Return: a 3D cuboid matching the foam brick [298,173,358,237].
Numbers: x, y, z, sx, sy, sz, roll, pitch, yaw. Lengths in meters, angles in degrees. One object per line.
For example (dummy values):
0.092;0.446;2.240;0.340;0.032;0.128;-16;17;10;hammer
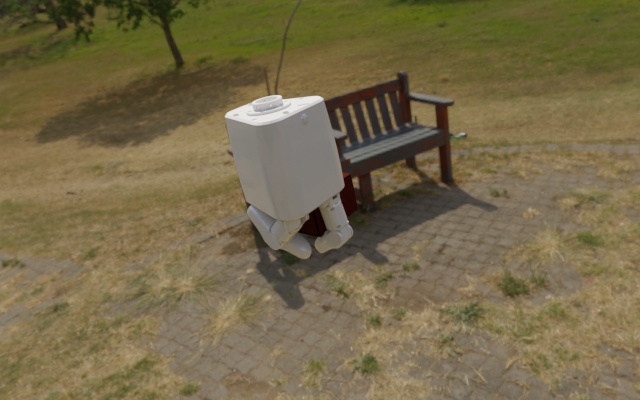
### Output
0.000;0.002;0.588;0.053;0.051;0.078;8;31;41;foam brick
